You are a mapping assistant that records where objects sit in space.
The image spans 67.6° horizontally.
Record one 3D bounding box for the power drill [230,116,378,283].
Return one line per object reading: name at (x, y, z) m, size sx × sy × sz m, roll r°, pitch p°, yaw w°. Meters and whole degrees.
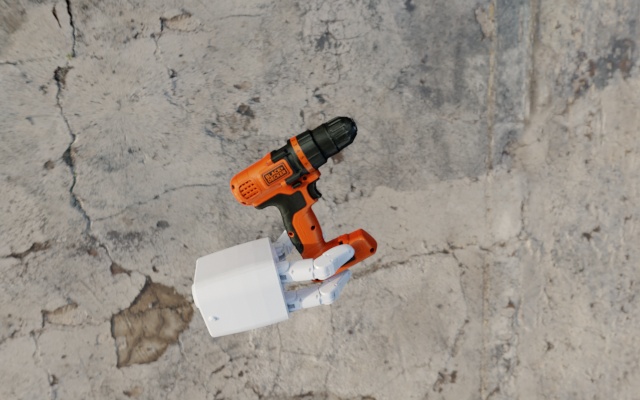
power drill at (0.000, 0.003, 0.640) m, size 0.184 × 0.188 × 0.057 m, roll -29°, pitch 13°, yaw 10°
